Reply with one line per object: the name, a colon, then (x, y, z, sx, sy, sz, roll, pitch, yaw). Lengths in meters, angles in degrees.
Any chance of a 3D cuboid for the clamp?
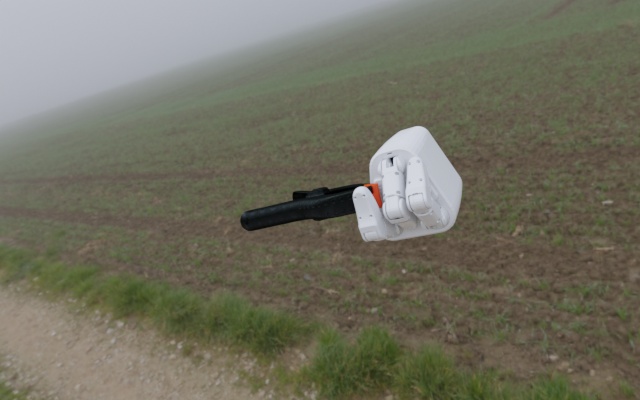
clamp: (0.000, 0.001, 0.581, 0.171, 0.039, 0.120, -7, 17, 27)
